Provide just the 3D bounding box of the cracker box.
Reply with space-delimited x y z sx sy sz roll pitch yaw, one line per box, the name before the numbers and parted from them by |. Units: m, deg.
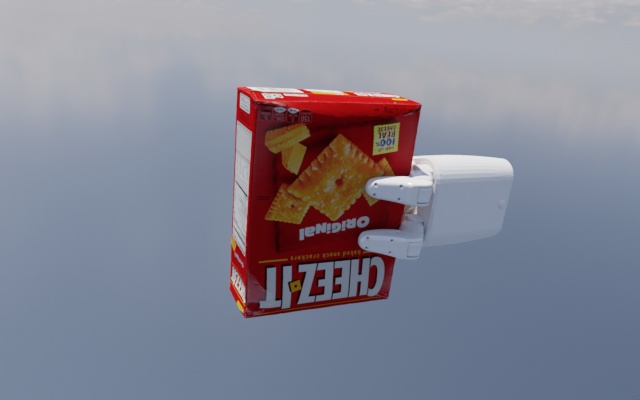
cracker box | 0.000 0.001 0.474 0.164 0.214 0.072 -2 21 -22
